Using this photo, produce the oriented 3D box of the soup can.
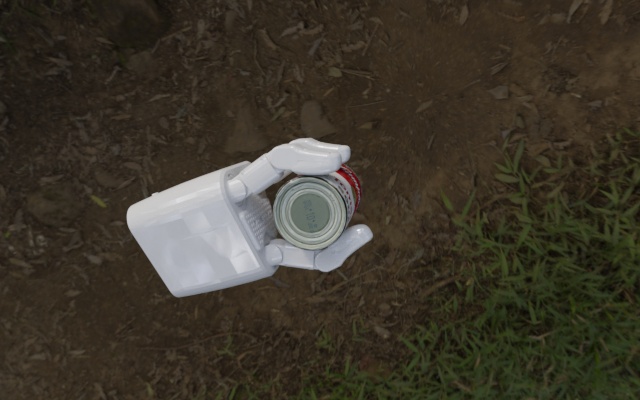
[{"bbox_3d":[0.001,0.002,0.456,0.068,0.068,0.102,0,12,12],"label":"soup can"}]
